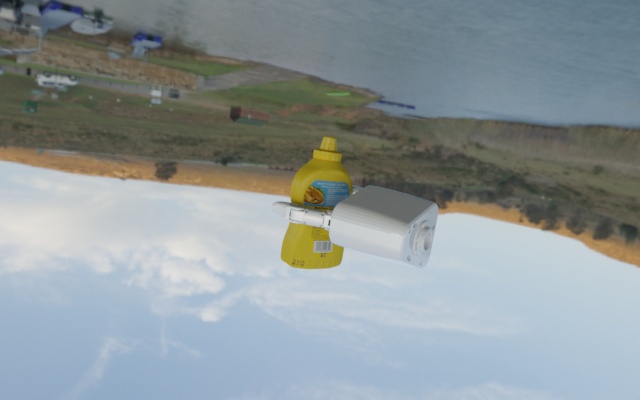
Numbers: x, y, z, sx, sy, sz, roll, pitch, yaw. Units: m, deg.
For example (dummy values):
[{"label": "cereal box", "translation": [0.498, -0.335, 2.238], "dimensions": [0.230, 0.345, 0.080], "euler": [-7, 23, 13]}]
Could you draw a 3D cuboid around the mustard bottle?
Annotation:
[{"label": "mustard bottle", "translation": [0.000, 0.002, 0.701], "dimensions": [0.096, 0.191, 0.058], "euler": [3, 11, -32]}]
